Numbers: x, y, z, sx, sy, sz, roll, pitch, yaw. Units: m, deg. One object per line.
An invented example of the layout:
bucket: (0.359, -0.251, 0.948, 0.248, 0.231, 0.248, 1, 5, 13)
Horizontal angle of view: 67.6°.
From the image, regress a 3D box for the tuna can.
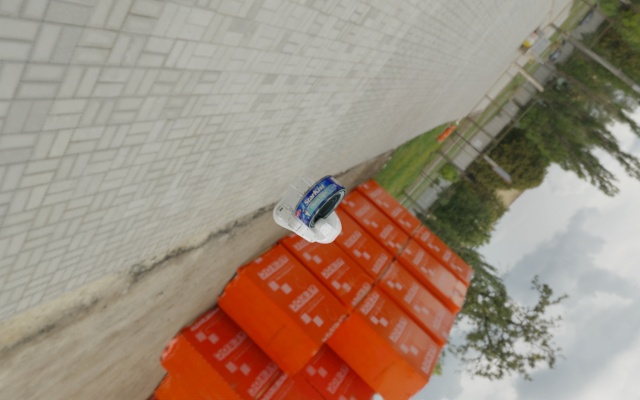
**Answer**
tuna can: (0.001, 0.003, 0.749, 0.033, 0.086, 0.086, 43, 13, 14)
